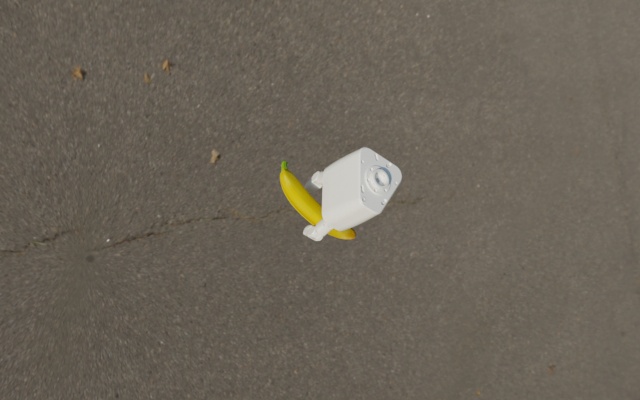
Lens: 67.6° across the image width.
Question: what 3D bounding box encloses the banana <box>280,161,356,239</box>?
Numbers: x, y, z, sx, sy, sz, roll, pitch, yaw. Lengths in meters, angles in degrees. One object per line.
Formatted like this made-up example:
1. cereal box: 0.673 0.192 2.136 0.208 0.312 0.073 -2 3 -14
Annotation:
1. banana: -0.011 0.010 0.875 0.037 0.198 0.069 -37 8 44
